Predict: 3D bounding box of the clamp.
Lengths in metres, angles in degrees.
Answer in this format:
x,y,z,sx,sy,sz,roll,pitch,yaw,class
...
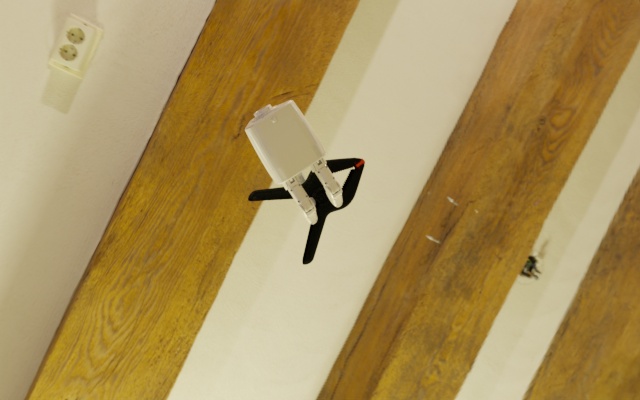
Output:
x,y,z,sx,sy,sz,roll,pitch,yaw,class
0.000,0.002,0.852,0.210,0.164,0.036,-34,16,-9,clamp
